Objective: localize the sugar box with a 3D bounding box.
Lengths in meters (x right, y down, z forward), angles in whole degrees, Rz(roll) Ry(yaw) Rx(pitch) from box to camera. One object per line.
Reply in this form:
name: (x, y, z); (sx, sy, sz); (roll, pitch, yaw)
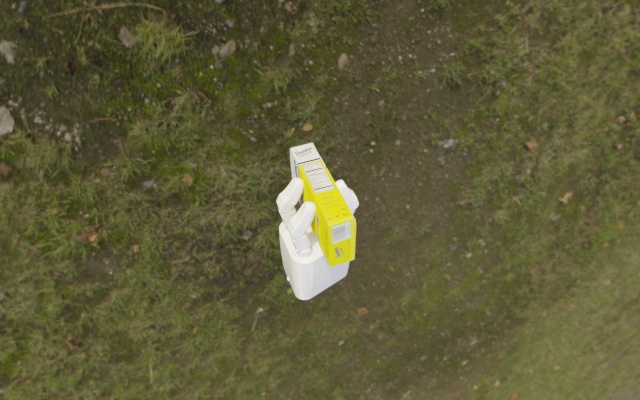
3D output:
sugar box: (0.000, 0.003, 0.719); (0.048, 0.093, 0.176); (-17, 46, -15)
